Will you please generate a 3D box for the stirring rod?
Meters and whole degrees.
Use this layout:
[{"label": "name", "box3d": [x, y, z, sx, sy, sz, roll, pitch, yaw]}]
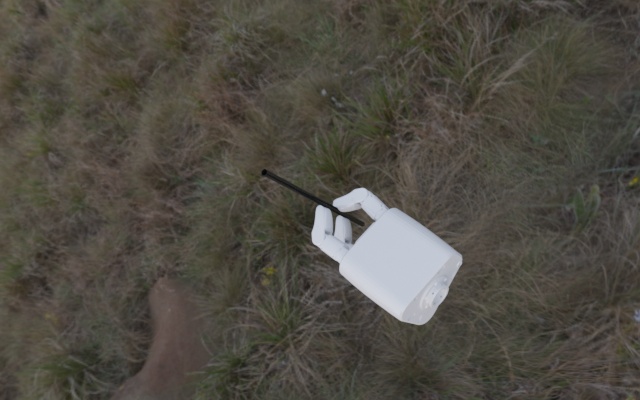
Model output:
[{"label": "stirring rod", "box3d": [0.000, 0.002, 0.646, 0.011, 0.011, 0.239, 0, -17, 34]}]
